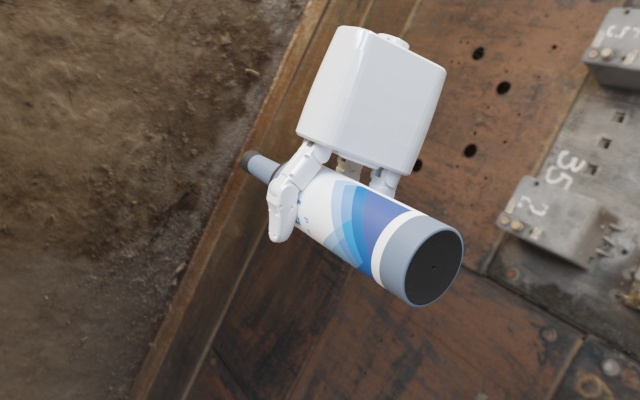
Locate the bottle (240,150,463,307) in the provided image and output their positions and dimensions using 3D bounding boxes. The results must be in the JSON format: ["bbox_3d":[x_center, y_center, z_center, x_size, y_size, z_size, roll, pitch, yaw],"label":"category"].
[{"bbox_3d":[0.000,0.002,0.465,0.069,0.069,0.295,0,19,-38],"label":"bottle"}]
